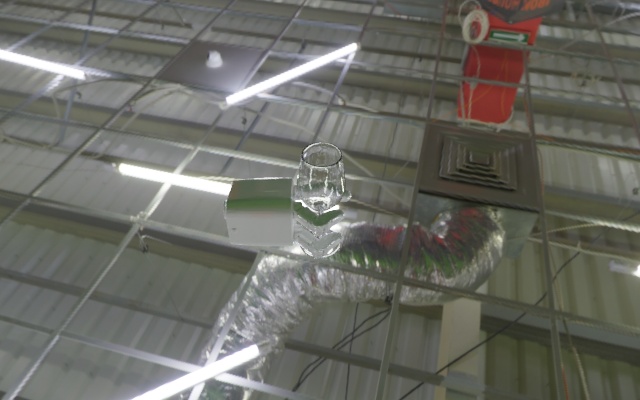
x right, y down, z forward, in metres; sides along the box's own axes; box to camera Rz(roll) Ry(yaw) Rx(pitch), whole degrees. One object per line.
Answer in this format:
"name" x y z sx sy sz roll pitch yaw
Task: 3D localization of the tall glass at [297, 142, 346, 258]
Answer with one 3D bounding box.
"tall glass" 0.000 0.003 0.786 0.079 0.201 0.079 1 43 -1
